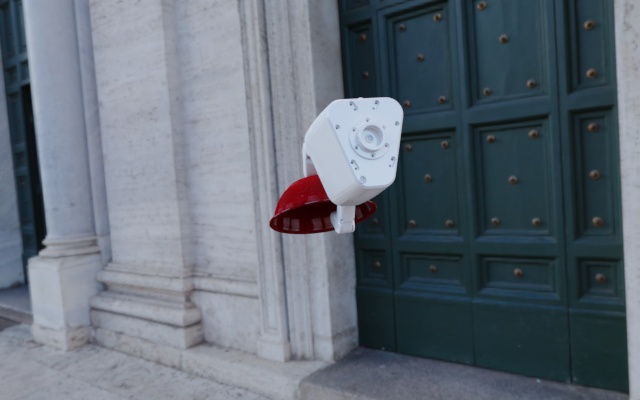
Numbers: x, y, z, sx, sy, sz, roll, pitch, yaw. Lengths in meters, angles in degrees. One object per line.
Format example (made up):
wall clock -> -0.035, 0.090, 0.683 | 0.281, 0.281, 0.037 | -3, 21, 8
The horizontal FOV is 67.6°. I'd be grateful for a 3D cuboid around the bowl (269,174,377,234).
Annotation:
bowl -> -0.001, 0.002, 0.721 | 0.162, 0.055, 0.162 | -9, -19, -3
